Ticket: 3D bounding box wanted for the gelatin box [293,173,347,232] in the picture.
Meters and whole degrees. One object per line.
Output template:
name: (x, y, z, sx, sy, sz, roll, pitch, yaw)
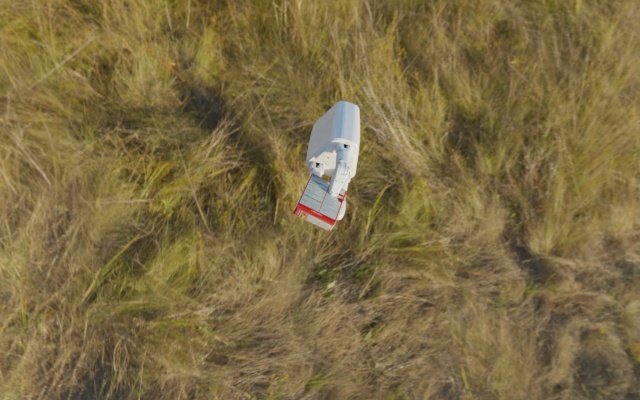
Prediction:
gelatin box: (0.000, 0.003, 0.851, 0.073, 0.089, 0.030, 26, -43, -4)
